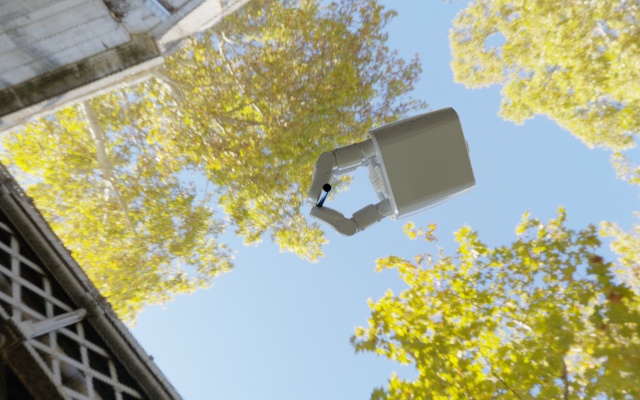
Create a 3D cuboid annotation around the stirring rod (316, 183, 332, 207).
[{"bbox_3d":[0.000,0.002,0.542,0.011,0.011,0.239,0,-6,-3],"label":"stirring rod"}]
